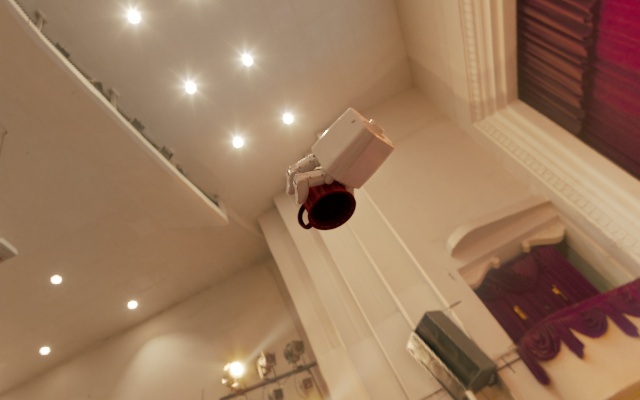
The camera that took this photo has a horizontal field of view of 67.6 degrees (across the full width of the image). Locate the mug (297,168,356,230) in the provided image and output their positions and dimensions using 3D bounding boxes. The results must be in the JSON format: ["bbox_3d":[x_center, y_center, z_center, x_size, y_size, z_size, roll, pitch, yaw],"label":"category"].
[{"bbox_3d":[-0.001,0.004,0.885,0.093,0.117,0.081,27,23,-39],"label":"mug"}]
